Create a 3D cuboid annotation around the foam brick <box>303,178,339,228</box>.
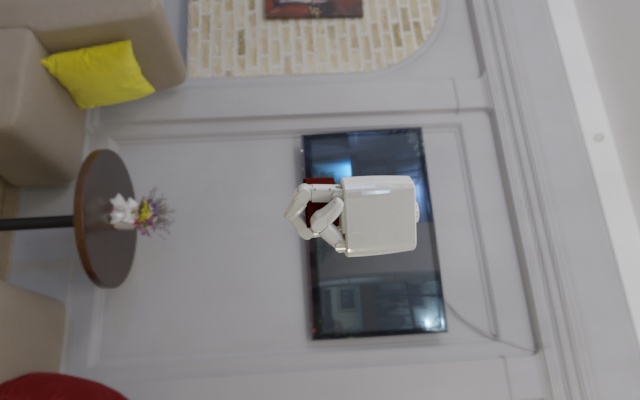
[{"bbox_3d":[0.000,0.002,0.759,0.051,0.053,0.078,-4,27,-2],"label":"foam brick"}]
